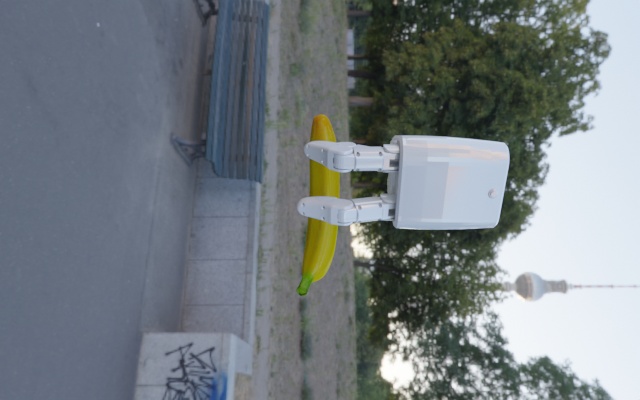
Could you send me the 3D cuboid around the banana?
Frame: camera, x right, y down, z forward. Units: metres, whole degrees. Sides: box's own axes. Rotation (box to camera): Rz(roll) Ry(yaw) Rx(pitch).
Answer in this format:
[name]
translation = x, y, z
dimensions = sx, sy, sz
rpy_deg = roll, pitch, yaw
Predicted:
[banana]
translation = 0.002, 0.005, 0.544
dimensions = 0.037, 0.198, 0.069
rpy_deg = 4, 1, 7
